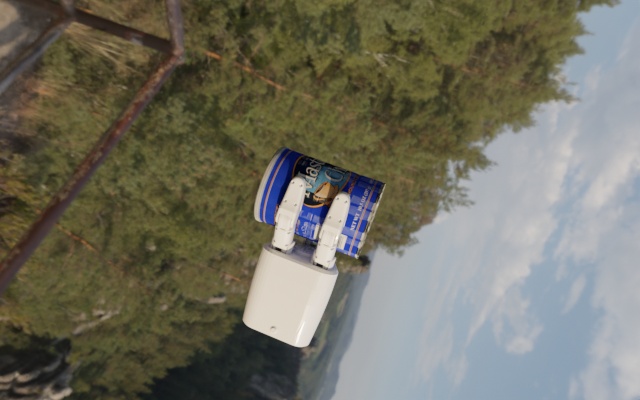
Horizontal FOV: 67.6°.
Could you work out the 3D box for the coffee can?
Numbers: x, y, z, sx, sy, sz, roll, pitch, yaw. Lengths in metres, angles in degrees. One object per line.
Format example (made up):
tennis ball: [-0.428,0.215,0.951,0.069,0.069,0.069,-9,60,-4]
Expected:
coffee can: [0.000,0.002,0.612,0.140,0.103,0.103,20,3,8]
